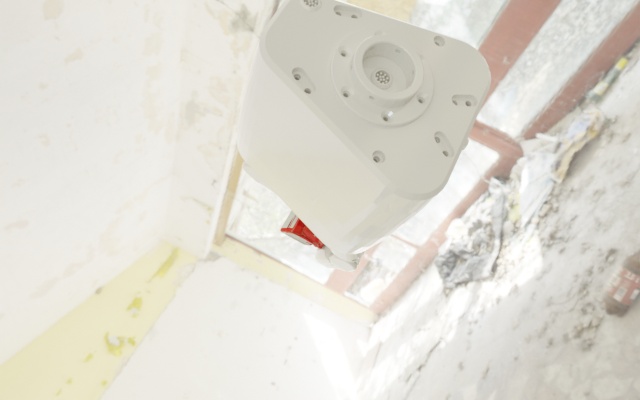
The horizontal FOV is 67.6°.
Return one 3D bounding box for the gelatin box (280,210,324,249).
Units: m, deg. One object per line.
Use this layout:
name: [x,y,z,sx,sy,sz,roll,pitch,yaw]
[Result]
gelatin box: [0.000,0.001,0.400,0.030,0.073,0.089,30,-8,-8]
